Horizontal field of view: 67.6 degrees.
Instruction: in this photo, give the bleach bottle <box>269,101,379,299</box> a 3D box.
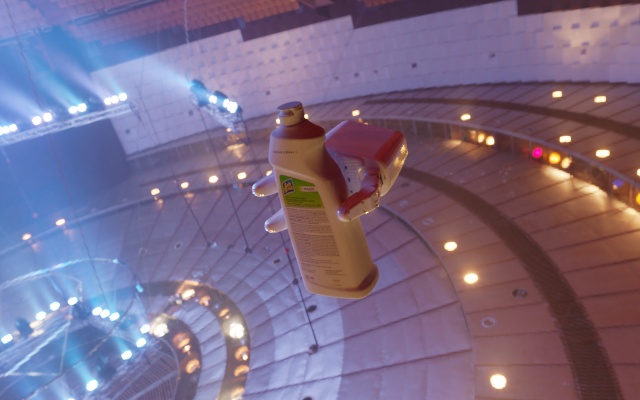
[{"bbox_3d":[0.000,0.002,0.589,0.102,0.251,0.068,0,29,28],"label":"bleach bottle"}]
